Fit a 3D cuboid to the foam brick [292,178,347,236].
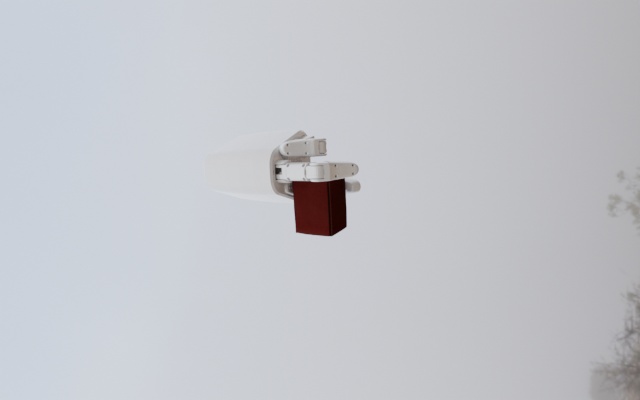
[{"bbox_3d":[0.000,0.002,0.612,0.051,0.078,0.053,1,9,25],"label":"foam brick"}]
